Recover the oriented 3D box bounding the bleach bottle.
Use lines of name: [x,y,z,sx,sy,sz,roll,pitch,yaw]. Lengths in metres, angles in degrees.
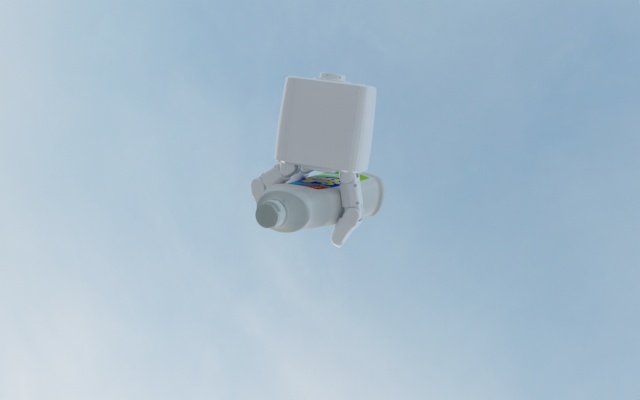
bleach bottle: [0.000,0.002,0.633,0.102,0.068,0.251,12,12,23]
